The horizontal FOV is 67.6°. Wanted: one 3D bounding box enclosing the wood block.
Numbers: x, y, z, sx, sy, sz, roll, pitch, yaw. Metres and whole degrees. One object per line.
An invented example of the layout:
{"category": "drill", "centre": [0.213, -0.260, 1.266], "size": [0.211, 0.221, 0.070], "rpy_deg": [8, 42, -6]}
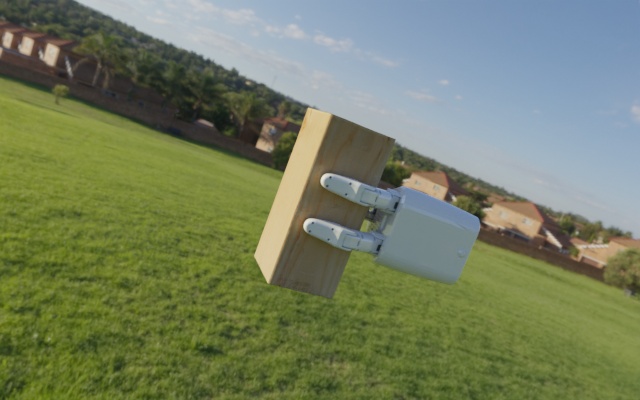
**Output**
{"category": "wood block", "centre": [0.000, 0.002, 0.589], "size": [0.090, 0.206, 0.090], "rpy_deg": [18, 9, -22]}
